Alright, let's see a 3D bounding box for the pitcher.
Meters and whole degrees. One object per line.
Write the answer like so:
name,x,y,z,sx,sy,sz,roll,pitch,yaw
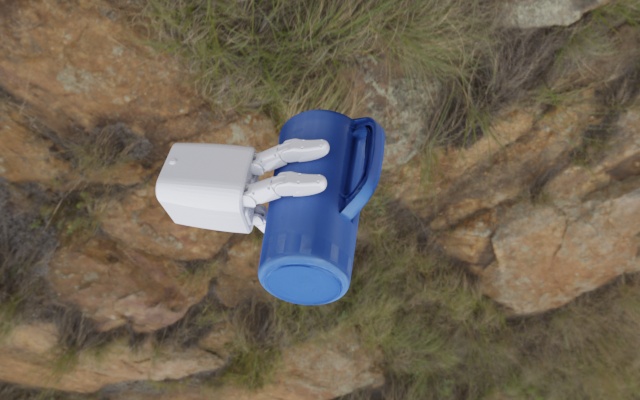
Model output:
pitcher,0.000,0.002,0.617,0.145,0.242,0.149,7,-39,1
